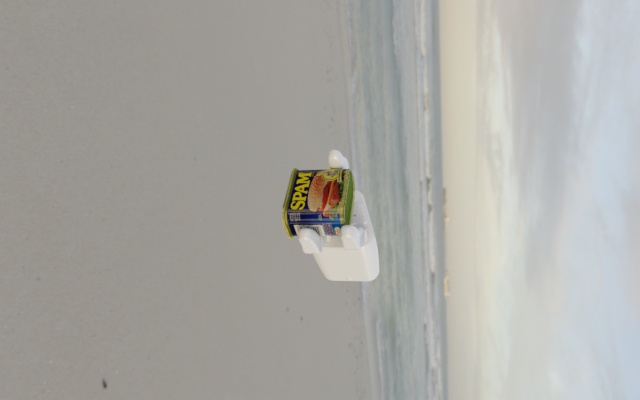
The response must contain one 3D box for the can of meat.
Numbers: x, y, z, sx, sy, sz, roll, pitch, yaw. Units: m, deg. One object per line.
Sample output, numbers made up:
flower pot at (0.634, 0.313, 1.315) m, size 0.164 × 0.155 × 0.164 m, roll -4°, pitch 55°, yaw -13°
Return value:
can of meat at (0.000, 0.002, 0.660) m, size 0.084 × 0.102 × 0.057 m, roll -1°, pitch -42°, yaw 14°
